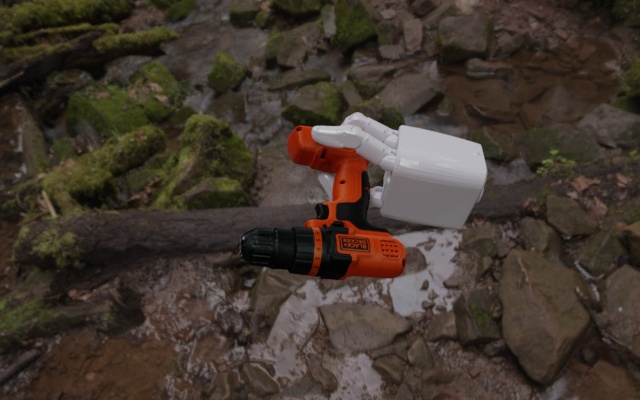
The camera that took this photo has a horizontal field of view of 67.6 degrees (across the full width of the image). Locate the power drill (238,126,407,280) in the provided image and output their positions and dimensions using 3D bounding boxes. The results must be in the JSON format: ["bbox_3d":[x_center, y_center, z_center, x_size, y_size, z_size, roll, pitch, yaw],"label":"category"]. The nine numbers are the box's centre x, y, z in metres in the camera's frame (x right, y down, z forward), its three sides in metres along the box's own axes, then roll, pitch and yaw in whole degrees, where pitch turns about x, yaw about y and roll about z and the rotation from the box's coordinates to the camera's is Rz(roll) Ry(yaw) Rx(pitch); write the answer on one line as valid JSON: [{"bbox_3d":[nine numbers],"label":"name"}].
[{"bbox_3d":[0.000,0.001,0.553,0.184,0.187,0.057,8,-35,-16],"label":"power drill"}]
